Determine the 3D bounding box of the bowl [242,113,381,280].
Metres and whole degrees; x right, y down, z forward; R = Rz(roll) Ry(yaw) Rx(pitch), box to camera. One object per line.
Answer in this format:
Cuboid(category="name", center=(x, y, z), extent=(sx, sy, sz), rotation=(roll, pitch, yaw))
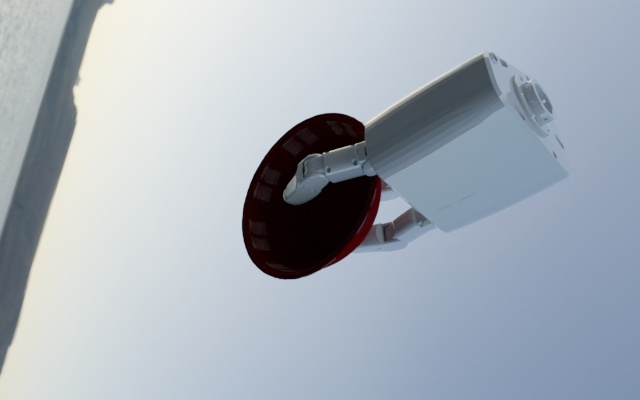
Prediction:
Cuboid(category="bowl", center=(-0.001, 0.002, 0.449), extent=(0.162, 0.162, 0.055), rotation=(0, -21, 42))
